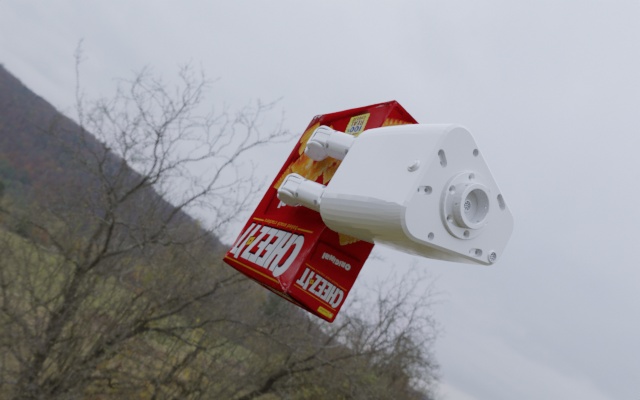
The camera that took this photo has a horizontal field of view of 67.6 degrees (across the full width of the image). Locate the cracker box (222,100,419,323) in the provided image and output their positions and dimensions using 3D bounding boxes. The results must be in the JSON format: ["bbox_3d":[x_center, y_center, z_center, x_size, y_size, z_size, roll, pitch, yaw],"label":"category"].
[{"bbox_3d":[0.000,0.002,0.515,0.072,0.213,0.164,38,-15,-27],"label":"cracker box"}]
